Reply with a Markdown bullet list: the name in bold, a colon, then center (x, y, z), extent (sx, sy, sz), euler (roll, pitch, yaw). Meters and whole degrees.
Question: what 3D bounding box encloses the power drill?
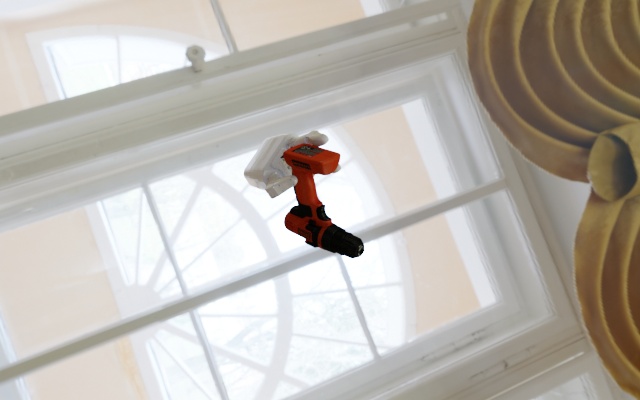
- **power drill**: center (0.000, 0.002, 0.847), extent (0.184, 0.188, 0.057), euler (20, 35, 37)
